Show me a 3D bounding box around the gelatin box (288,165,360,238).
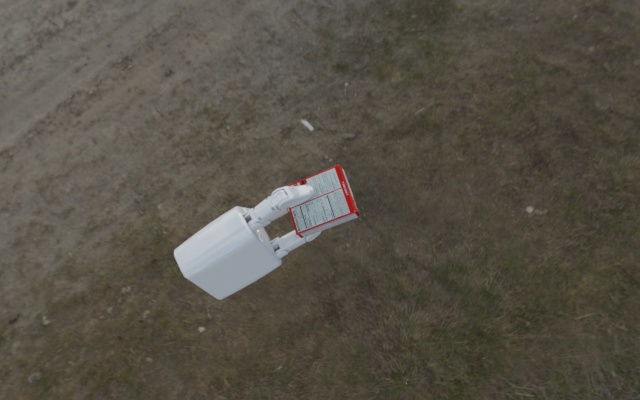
[{"bbox_3d":[0.000,0.002,0.655,0.089,0.073,0.030,-22,-21,10],"label":"gelatin box"}]
